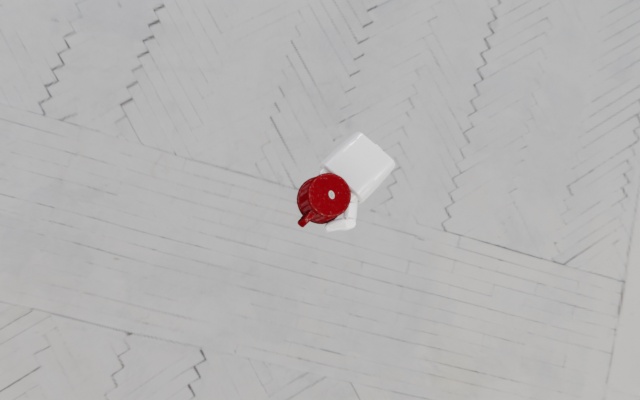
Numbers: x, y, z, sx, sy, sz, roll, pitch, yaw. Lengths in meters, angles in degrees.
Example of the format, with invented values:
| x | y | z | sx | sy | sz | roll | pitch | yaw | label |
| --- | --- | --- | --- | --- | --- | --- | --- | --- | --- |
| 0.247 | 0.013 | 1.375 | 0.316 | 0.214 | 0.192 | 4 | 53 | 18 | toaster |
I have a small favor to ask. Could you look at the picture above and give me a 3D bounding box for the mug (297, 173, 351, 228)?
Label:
| x | y | z | sx | sy | sz | roll | pitch | yaw | label |
| --- | --- | --- | --- | --- | --- | --- | --- | --- | --- |
| -0.001 | 0.004 | 0.881 | 0.117 | 0.093 | 0.081 | -46 | 4 | -14 | mug |
